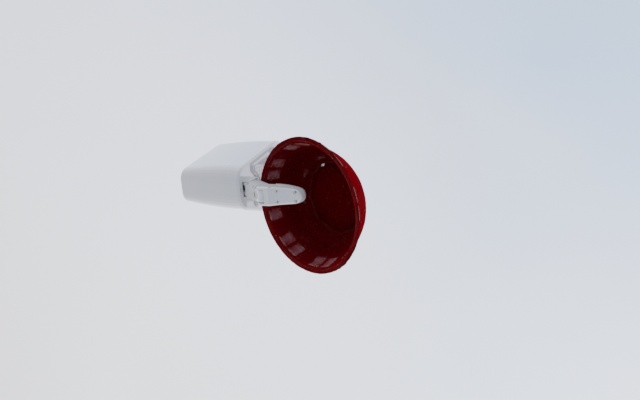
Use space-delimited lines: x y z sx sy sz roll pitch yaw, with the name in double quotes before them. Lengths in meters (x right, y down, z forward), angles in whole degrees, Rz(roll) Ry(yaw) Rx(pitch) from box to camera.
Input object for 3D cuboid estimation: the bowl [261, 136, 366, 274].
"bowl" 0.001 0.002 0.565 0.162 0.162 0.055 0 12 46
